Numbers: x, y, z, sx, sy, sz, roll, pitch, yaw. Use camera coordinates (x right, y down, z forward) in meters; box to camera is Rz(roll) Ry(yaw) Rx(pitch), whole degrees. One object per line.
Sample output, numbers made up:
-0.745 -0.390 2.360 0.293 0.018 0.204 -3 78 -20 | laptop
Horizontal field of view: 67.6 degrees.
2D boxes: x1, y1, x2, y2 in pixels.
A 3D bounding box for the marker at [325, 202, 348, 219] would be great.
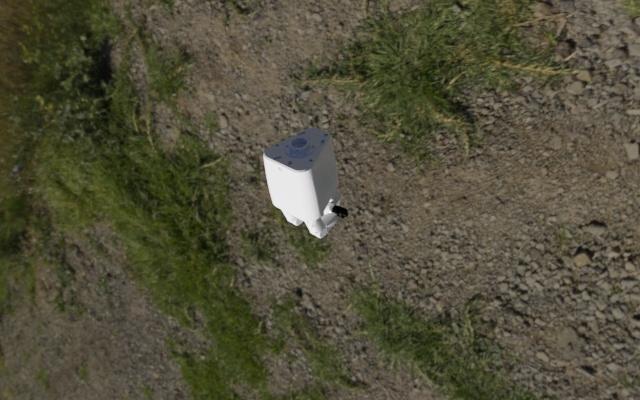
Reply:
0.000 0.003 0.873 0.121 0.020 0.020 26 14 31 | marker
